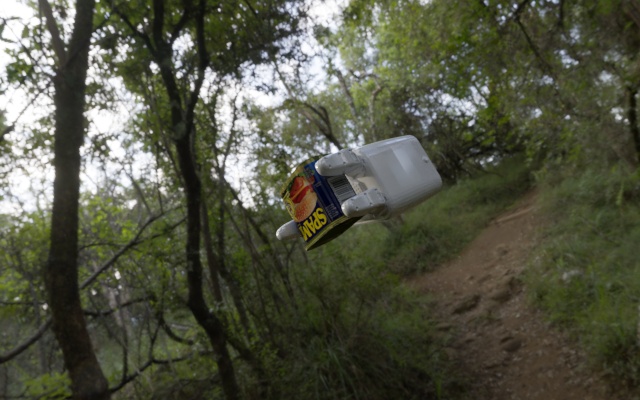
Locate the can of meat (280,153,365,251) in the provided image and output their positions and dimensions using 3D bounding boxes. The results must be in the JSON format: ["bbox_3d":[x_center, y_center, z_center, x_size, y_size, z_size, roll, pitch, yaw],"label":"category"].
[{"bbox_3d":[0.000,0.002,0.577,0.057,0.084,0.102,-22,-13,-32],"label":"can of meat"}]
